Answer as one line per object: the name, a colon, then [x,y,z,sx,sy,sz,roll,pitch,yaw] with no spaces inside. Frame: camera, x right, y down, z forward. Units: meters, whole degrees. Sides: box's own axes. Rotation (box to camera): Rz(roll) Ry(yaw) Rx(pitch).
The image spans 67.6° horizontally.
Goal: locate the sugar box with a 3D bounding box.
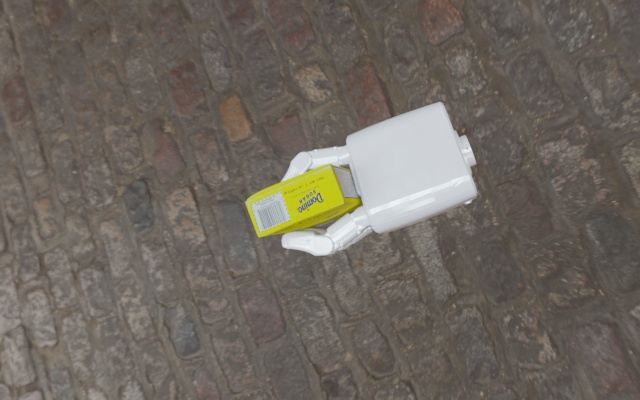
sugar box: [0.000,0.002,0.518,0.093,0.048,0.176,-21,-9,16]
